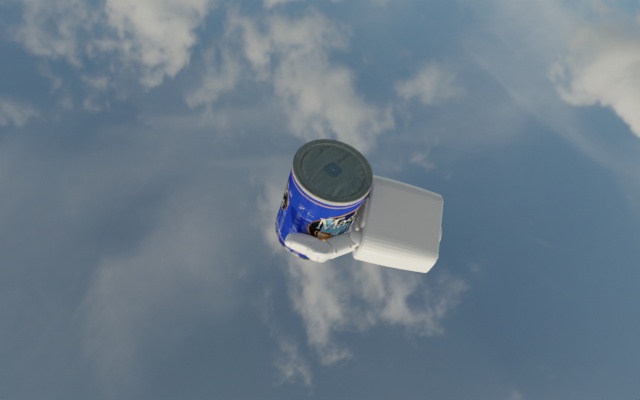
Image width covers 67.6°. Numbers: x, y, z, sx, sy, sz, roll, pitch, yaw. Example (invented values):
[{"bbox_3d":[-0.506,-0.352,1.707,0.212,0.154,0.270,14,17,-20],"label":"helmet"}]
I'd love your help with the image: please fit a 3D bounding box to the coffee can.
[{"bbox_3d":[0.000,0.002,0.643,0.103,0.102,0.140,0,-36,-17],"label":"coffee can"}]
